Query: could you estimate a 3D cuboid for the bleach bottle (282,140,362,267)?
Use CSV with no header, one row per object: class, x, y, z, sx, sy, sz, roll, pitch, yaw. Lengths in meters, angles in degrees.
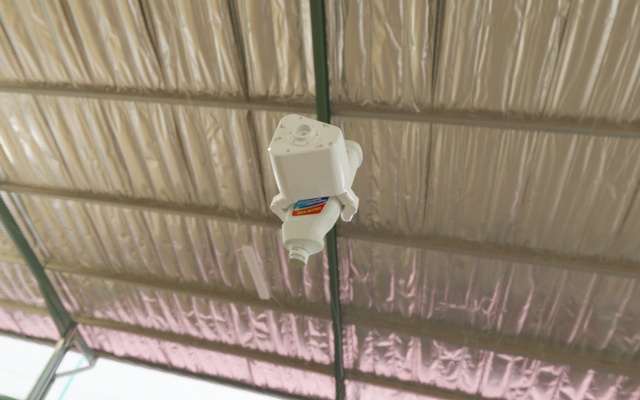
bleach bottle,0.000,0.003,0.831,0.102,0.250,0.068,6,-37,15
